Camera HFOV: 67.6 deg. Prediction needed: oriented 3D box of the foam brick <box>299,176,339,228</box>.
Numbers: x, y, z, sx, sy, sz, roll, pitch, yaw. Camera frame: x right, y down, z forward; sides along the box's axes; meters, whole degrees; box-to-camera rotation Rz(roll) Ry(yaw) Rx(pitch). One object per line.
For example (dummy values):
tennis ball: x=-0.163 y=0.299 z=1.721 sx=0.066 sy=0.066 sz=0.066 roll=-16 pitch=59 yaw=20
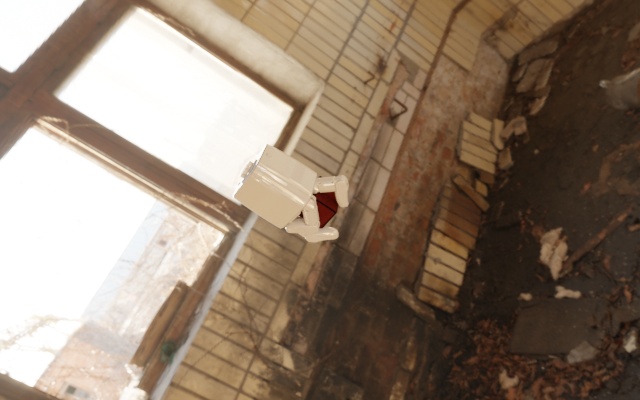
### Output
foam brick: x=0.000 y=0.003 z=0.882 sx=0.051 sy=0.053 sz=0.078 roll=33 pitch=33 yaw=-13
